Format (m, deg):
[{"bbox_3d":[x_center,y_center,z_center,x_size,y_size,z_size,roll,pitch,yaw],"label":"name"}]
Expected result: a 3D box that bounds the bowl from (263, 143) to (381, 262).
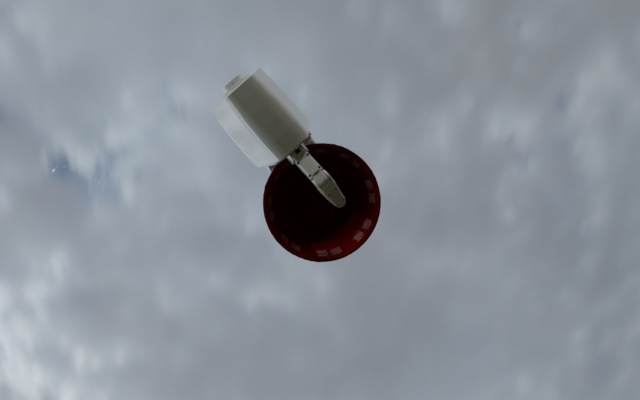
[{"bbox_3d":[0.001,0.003,0.671,0.162,0.162,0.055,0,2,-7],"label":"bowl"}]
